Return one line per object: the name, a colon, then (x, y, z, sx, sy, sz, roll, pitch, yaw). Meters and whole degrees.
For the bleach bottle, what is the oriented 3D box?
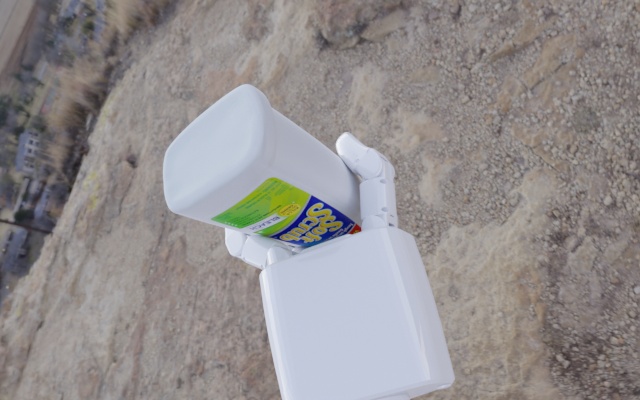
bleach bottle: (0.000, 0.001, 0.405, 0.102, 0.068, 0.251, -30, -33, 28)
